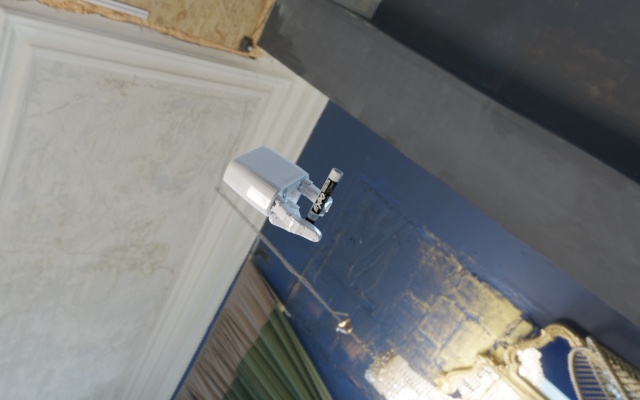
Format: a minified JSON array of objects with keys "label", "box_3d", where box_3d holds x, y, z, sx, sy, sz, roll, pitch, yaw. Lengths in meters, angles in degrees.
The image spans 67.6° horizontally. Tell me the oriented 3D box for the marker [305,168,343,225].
[{"label":"marker","box_3d":[0.000,0.003,0.777,0.020,0.121,0.020,25,21,-11]}]
